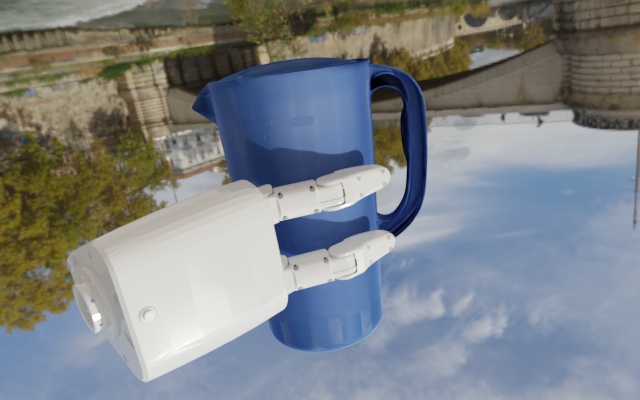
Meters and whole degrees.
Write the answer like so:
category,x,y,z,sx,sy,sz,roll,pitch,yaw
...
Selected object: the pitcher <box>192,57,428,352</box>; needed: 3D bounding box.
category,x,y,z,sx,sy,sz,roll,pitch,yaw
pitcher,0.000,0.001,0.416,0.145,0.243,0.149,-23,22,-37
